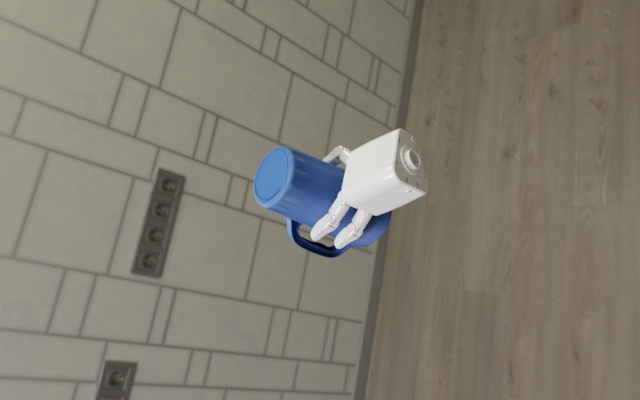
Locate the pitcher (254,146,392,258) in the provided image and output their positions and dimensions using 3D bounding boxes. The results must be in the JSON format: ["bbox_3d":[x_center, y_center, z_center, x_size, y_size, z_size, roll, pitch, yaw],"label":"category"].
[{"bbox_3d":[0.000,0.003,0.859,0.243,0.149,0.145,21,-32,-38],"label":"pitcher"}]
